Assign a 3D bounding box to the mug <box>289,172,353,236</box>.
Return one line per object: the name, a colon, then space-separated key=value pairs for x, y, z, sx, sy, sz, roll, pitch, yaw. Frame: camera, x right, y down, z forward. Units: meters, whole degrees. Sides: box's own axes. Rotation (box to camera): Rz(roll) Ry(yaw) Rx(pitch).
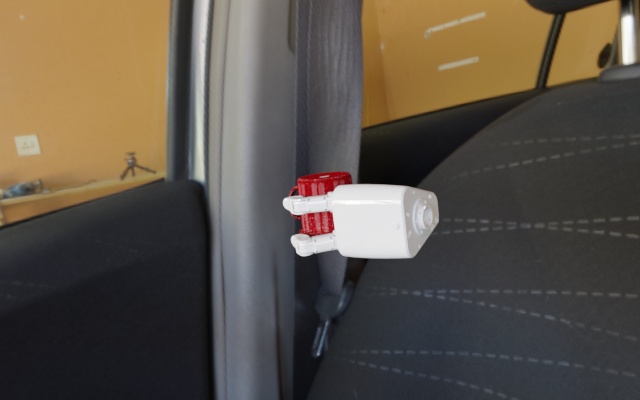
mug: x=-0.001 y=0.002 z=0.719 sx=0.117 sy=0.081 sz=0.093 roll=0 pitch=12 yaw=37
